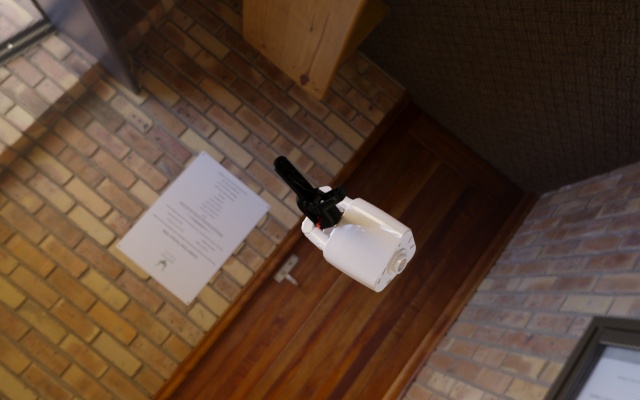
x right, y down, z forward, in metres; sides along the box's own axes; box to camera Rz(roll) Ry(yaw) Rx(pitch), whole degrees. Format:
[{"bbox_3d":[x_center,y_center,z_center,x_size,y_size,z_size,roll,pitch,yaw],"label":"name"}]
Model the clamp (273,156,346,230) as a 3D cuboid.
[{"bbox_3d":[0.000,0.003,0.735,0.120,0.039,0.172,30,-16,31],"label":"clamp"}]
